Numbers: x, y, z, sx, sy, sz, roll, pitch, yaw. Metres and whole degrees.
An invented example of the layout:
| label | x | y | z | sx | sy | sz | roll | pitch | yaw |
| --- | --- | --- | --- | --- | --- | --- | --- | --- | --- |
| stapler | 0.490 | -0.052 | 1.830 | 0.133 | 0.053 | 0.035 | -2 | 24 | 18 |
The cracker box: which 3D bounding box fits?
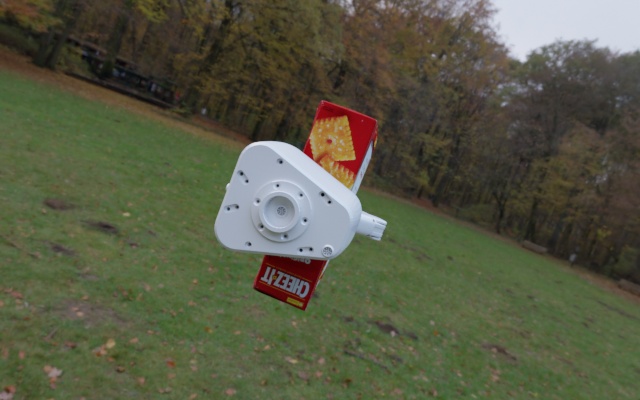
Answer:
| label | x | y | z | sx | sy | sz | roll | pitch | yaw |
| --- | --- | --- | --- | --- | --- | --- | --- | --- | --- |
| cracker box | 0.000 | 0.002 | 0.572 | 0.072 | 0.214 | 0.164 | 22 | 5 | 5 |
